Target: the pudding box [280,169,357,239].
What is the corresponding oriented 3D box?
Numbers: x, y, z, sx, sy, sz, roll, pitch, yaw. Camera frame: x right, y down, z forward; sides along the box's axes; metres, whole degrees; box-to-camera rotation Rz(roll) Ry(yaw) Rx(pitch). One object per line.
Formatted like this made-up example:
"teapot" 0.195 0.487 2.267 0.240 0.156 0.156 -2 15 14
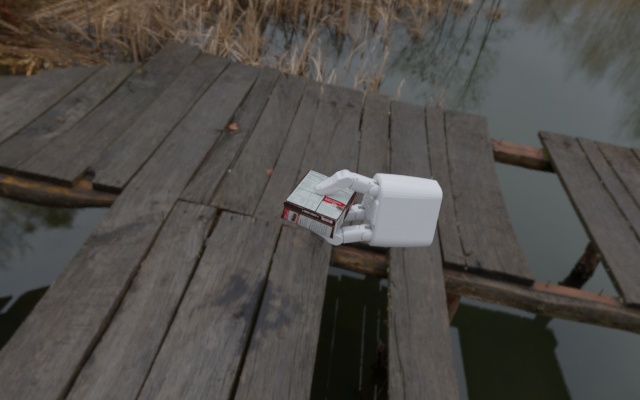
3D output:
"pudding box" 0.000 0.002 0.764 0.090 0.039 0.113 21 34 10
